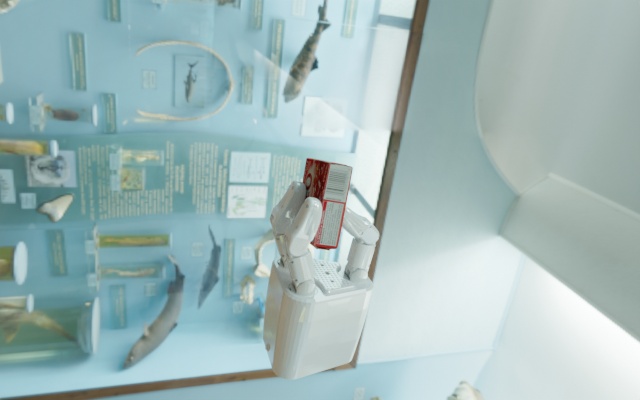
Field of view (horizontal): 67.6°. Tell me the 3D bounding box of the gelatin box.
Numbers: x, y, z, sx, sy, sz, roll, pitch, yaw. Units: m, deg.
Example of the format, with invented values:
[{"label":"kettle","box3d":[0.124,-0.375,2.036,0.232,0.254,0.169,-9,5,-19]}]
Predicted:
[{"label":"gelatin box","box3d":[0.001,0.001,0.512,0.030,0.089,0.073,9,6,-21]}]
